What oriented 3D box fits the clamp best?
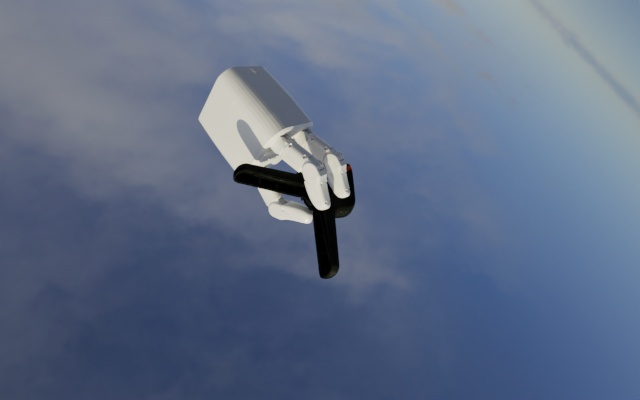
[{"bbox_3d":[0.000,0.002,0.613,0.036,0.164,0.210,-41,-6,32],"label":"clamp"}]
